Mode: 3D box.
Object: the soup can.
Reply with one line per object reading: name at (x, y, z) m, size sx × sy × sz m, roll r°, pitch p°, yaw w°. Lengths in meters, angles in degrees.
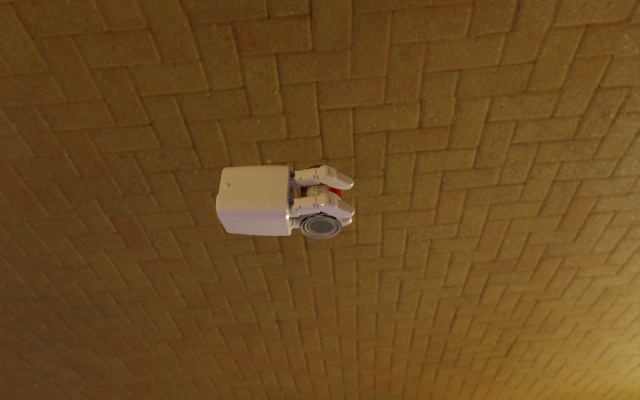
soup can at (0.001, 0.003, 0.766) m, size 0.068 × 0.102 × 0.069 m, roll 0°, pitch -37°, yaw 0°
